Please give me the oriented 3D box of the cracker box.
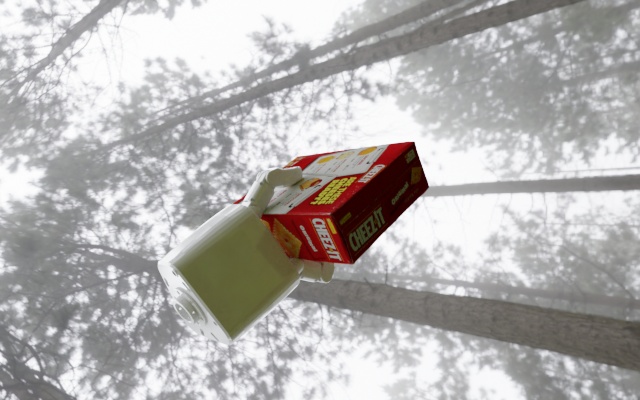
[{"bbox_3d":[0.000,0.002,0.593,0.213,0.072,0.164,-1,31,47],"label":"cracker box"}]
